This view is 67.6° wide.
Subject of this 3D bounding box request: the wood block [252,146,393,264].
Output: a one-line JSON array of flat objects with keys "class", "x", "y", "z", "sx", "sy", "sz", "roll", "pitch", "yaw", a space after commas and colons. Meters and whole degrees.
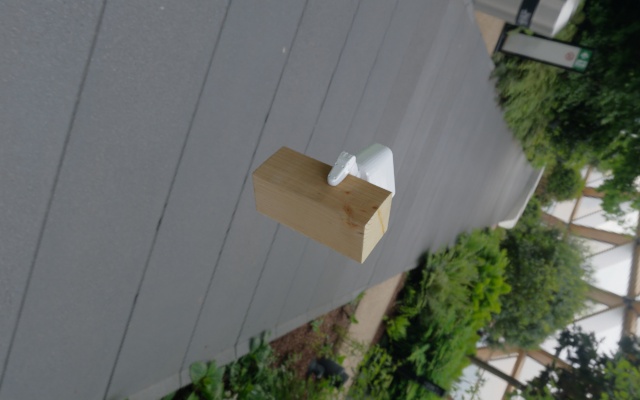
[{"class": "wood block", "x": 0.000, "y": 0.002, "z": 0.770, "sx": 0.206, "sy": 0.091, "sz": 0.090, "roll": 24, "pitch": 49, "yaw": 23}]
